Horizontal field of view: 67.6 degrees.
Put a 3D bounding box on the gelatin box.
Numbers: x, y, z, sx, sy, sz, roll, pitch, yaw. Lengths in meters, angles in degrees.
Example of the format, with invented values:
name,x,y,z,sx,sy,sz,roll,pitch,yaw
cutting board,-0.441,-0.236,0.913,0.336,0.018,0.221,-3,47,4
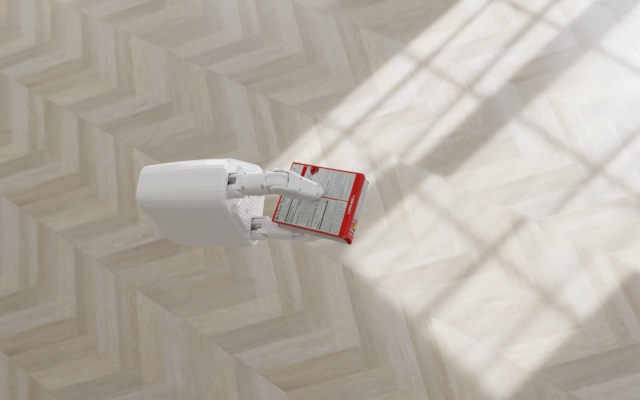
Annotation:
name,x,y,z,sx,sy,sz,roll,pitch,yaw
gelatin box,0.000,0.002,0.517,0.089,0.073,0.030,11,-16,23
